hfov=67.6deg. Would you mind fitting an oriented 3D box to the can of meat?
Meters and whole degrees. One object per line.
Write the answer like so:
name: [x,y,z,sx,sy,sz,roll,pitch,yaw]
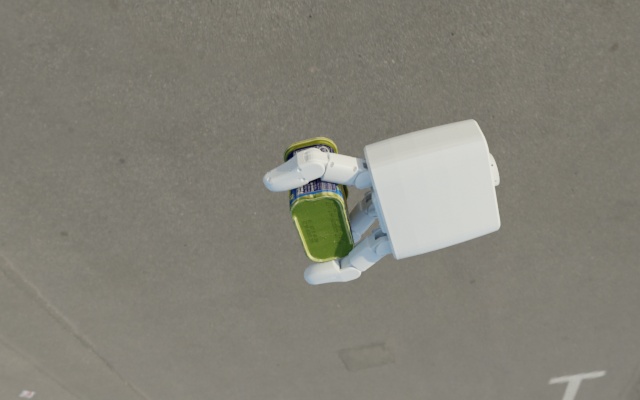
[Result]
can of meat: [0.000,0.002,0.492,0.057,0.083,0.102,-13,-45,5]
